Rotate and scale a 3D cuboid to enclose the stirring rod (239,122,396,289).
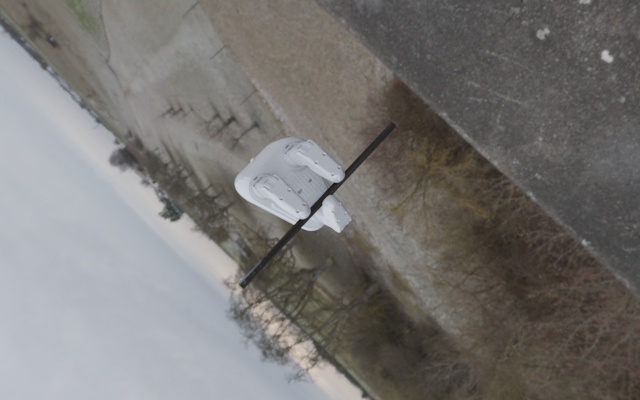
[{"bbox_3d":[0.000,0.002,0.509,0.011,0.239,0.011,41,-11,10],"label":"stirring rod"}]
